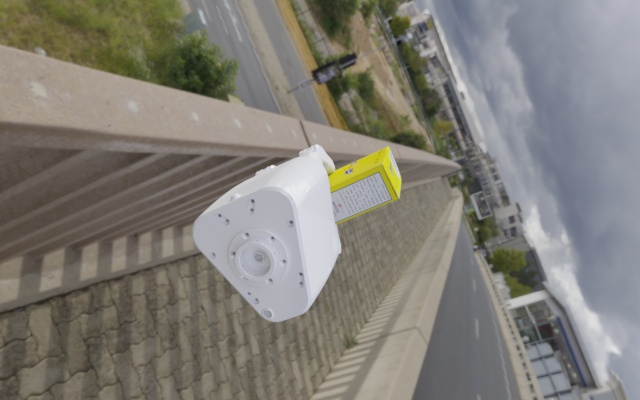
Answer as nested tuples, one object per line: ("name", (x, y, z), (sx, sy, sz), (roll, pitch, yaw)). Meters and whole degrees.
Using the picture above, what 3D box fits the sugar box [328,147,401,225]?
("sugar box", (0.000, 0.001, 0.526), (0.176, 0.048, 0.093), (-21, 11, 17))
